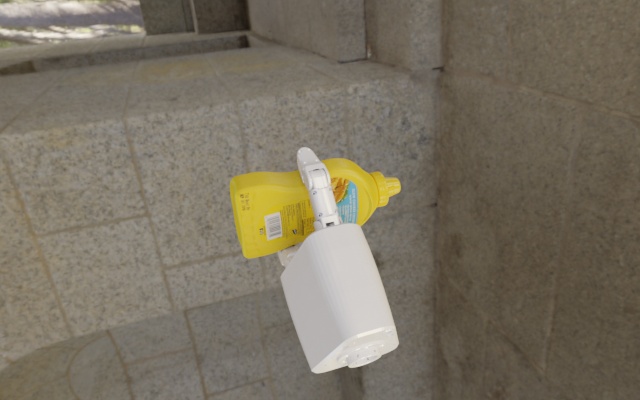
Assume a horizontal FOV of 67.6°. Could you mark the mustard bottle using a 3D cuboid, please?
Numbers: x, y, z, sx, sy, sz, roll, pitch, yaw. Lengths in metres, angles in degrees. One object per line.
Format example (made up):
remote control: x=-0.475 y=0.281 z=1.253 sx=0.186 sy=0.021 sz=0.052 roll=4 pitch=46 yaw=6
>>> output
mustard bottle: x=0.000 y=0.002 z=0.536 sx=0.191 sy=0.096 sz=0.058 roll=-12 pitch=36 yaw=-14
